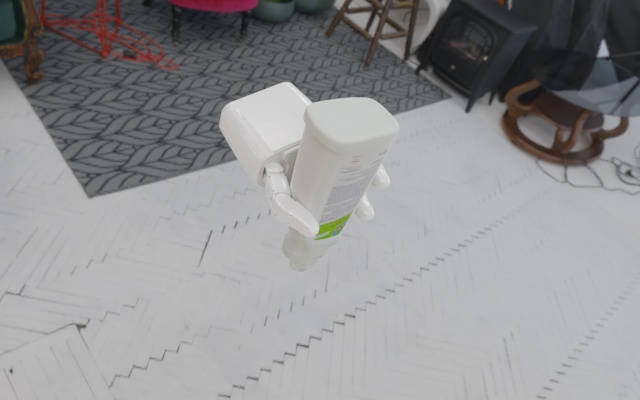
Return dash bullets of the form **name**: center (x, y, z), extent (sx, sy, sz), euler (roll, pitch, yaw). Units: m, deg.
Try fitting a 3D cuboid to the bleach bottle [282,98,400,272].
- **bleach bottle**: center (0.000, 0.002, 0.559), extent (0.102, 0.068, 0.251), euler (-16, -36, -35)
